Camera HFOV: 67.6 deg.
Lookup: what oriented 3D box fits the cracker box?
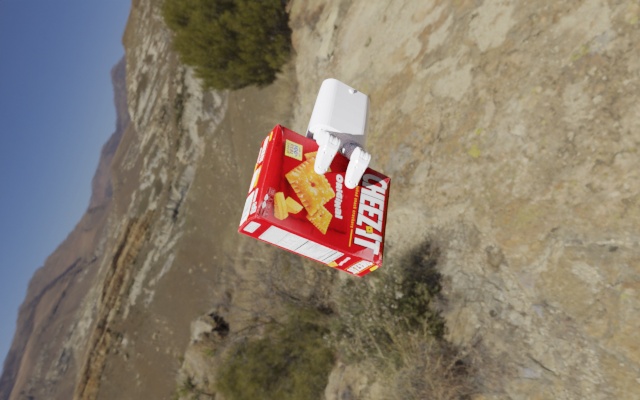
[{"bbox_3d":[0.000,0.002,0.733,0.214,0.164,0.072,23,-32,-20],"label":"cracker box"}]
